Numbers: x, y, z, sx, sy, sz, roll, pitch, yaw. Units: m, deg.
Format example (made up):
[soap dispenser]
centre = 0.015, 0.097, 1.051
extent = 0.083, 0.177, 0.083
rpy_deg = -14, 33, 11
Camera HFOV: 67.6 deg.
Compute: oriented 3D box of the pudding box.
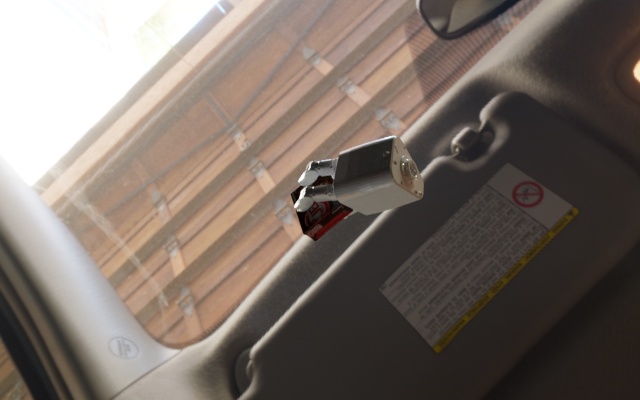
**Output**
[pudding box]
centre = 0.000, 0.003, 0.834
extent = 0.039, 0.090, 0.113
rpy_deg = 39, 19, -36
